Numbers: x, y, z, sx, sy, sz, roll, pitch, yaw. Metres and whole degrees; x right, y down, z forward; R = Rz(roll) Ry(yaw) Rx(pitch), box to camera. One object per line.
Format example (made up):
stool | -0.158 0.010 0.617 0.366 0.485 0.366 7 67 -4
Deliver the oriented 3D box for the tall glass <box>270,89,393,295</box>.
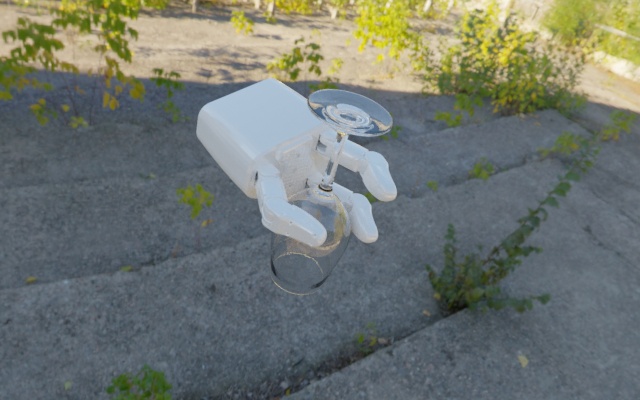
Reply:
tall glass | 0.000 0.001 0.455 0.079 0.201 0.079 11 36 -9
